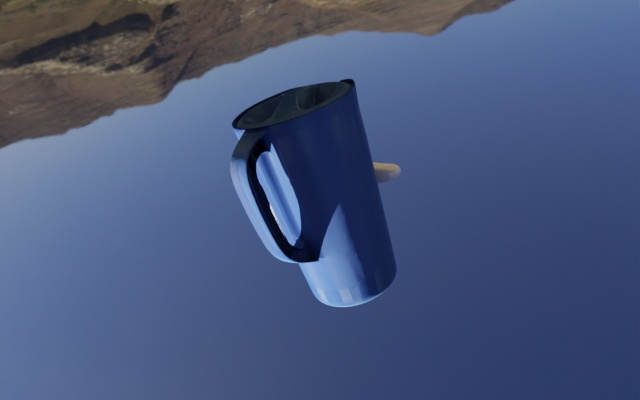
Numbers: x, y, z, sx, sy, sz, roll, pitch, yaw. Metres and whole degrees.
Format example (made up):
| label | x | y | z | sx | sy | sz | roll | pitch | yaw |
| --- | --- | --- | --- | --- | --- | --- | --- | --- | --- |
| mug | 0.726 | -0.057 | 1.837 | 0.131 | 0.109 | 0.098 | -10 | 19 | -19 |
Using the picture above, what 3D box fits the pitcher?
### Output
| label | x | y | z | sx | sy | sz | roll | pitch | yaw |
| --- | --- | --- | --- | --- | --- | --- | --- | --- | --- |
| pitcher | 0.000 | 0.002 | 0.530 | 0.149 | 0.243 | 0.145 | -21 | 24 | -4 |
